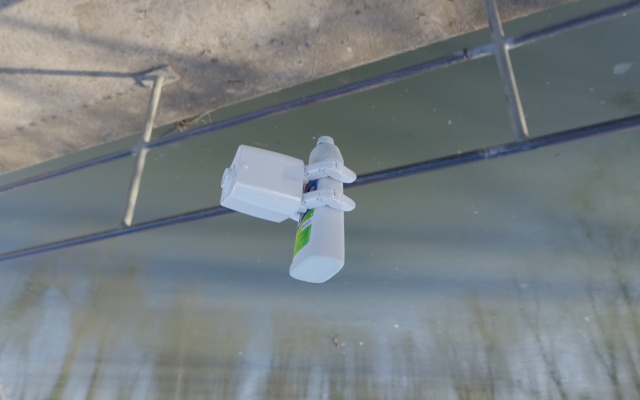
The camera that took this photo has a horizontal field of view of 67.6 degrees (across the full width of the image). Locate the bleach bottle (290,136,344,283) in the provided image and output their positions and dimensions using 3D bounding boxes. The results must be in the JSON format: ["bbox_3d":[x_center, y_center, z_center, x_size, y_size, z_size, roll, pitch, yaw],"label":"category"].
[{"bbox_3d":[0.000,0.003,0.803,0.068,0.250,0.103,16,-34,-20],"label":"bleach bottle"}]
